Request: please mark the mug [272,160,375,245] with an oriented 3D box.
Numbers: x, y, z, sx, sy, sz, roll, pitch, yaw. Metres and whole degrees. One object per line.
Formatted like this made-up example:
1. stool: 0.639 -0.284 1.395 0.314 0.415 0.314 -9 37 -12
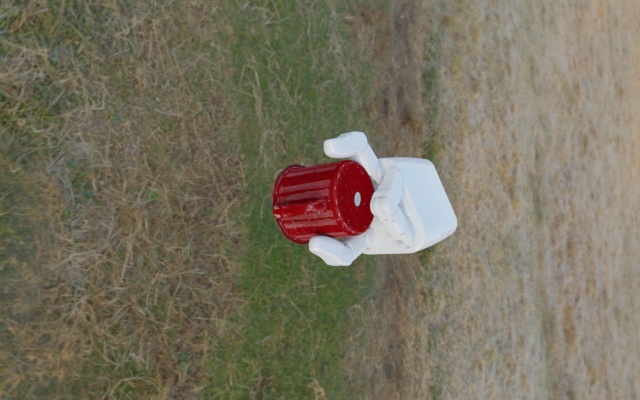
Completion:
1. mug: -0.001 0.002 0.517 0.081 0.093 0.117 -7 1 38
